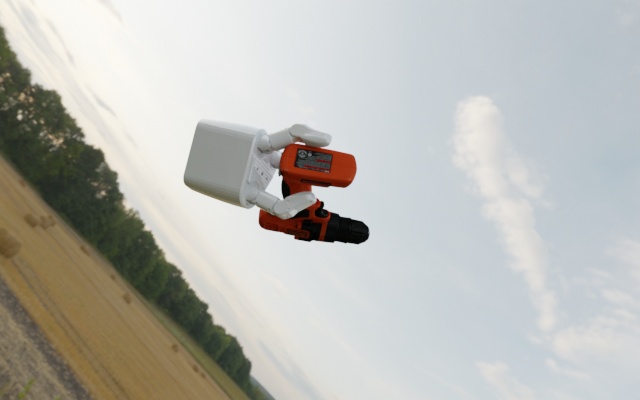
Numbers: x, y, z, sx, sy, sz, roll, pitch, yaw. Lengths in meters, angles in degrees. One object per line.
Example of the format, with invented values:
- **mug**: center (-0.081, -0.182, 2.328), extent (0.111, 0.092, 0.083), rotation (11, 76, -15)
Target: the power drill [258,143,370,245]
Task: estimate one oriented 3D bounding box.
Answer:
- **power drill**: center (0.000, 0.002, 0.725), extent (0.184, 0.057, 0.188), rotation (9, -37, -4)
